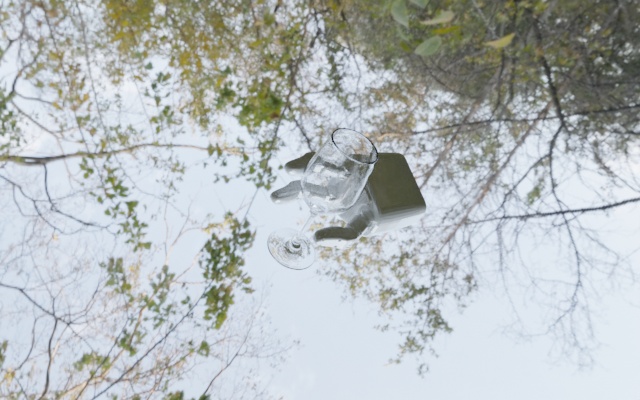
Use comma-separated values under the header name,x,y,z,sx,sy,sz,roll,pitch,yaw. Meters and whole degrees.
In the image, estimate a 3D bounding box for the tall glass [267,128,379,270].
name,x,y,z,sx,sy,sz,roll,pitch,yaw
tall glass,0.000,0.003,0.618,0.079,0.079,0.201,0,-42,-33
